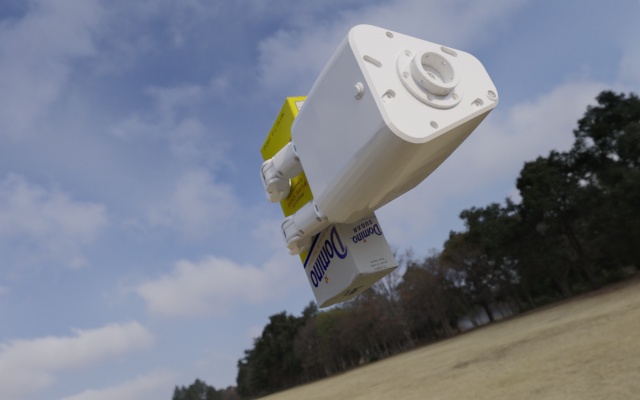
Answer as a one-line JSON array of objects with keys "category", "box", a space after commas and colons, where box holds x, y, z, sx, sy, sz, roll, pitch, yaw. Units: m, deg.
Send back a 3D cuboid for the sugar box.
[{"category": "sugar box", "box": [0.000, 0.001, 0.442, 0.048, 0.176, 0.093, -9, -24, -28]}]
